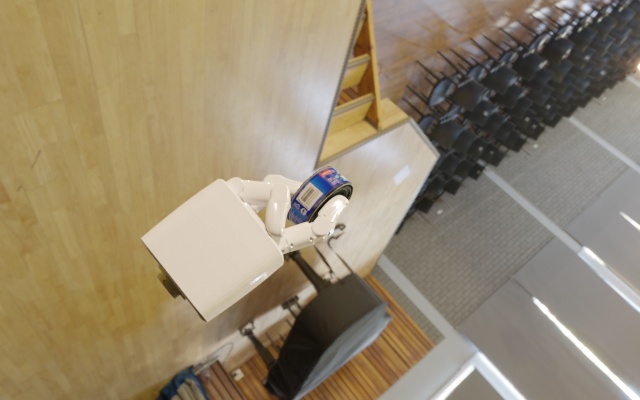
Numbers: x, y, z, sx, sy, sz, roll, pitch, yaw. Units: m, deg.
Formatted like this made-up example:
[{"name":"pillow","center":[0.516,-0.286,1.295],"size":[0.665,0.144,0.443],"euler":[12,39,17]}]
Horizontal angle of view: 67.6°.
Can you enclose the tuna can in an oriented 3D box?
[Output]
[{"name":"tuna can","center":[0.001,0.002,0.581],"size":[0.033,0.086,0.086],"euler":[42,17,20]}]
